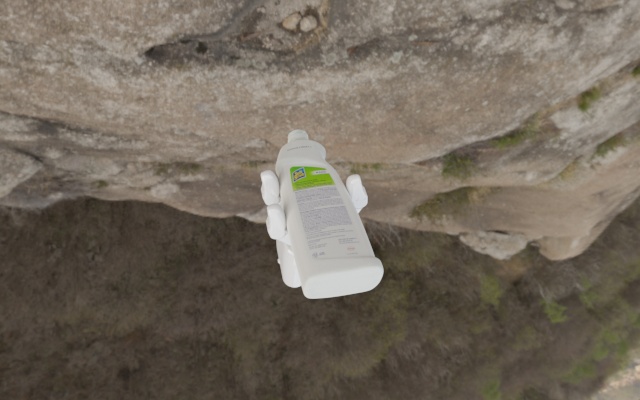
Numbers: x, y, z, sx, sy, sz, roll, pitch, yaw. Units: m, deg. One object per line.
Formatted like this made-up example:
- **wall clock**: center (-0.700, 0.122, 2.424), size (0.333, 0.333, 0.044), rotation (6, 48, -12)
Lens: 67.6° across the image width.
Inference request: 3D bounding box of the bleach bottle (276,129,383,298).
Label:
- **bleach bottle**: center (0.000, 0.002, 0.641), size (0.102, 0.250, 0.068), rotation (-6, -36, -12)
